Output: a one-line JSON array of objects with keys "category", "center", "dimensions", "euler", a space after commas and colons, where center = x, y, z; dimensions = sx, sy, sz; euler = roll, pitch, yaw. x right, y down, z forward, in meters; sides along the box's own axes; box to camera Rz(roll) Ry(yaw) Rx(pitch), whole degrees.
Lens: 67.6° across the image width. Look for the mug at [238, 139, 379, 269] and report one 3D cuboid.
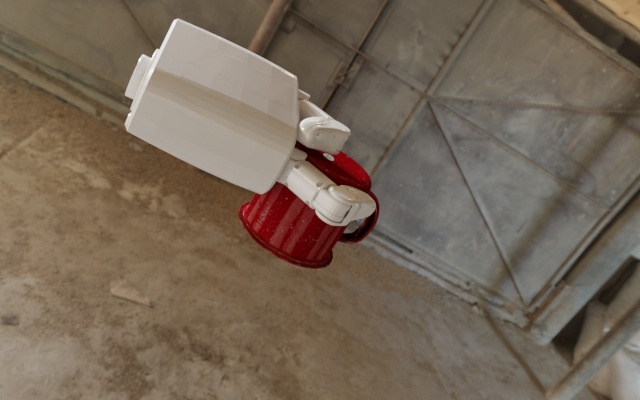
[{"category": "mug", "center": [0.001, 0.002, 0.411], "dimensions": [0.117, 0.081, 0.093], "euler": [23, 21, -23]}]
